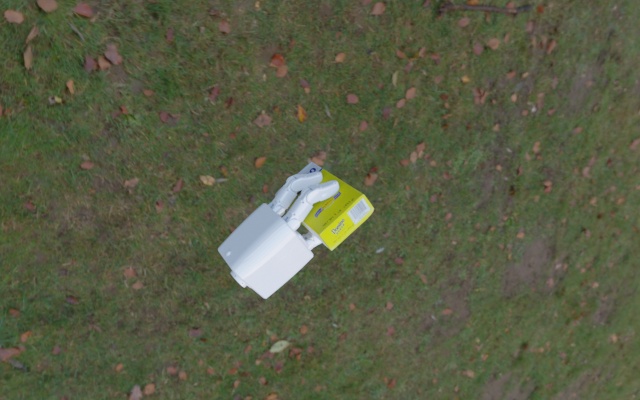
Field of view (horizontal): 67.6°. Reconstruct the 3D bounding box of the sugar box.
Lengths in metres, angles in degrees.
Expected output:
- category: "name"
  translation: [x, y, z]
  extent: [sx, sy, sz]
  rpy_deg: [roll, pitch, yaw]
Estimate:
- category: "sugar box"
  translation: [0.000, 0.002, 0.777]
  extent: [0.093, 0.048, 0.176]
  rpy_deg: [-42, 37, -9]
